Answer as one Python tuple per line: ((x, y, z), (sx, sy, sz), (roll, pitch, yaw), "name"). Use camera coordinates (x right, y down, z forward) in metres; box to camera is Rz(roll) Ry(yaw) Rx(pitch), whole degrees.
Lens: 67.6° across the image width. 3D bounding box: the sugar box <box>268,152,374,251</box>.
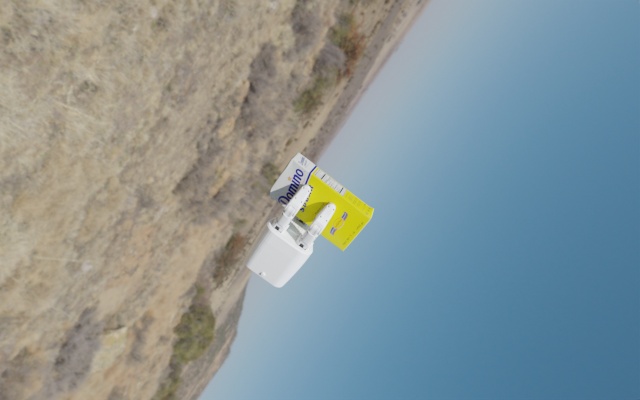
((0.000, 0.003, 0.870), (0.176, 0.093, 0.048), (35, 29, -3), "sugar box")
